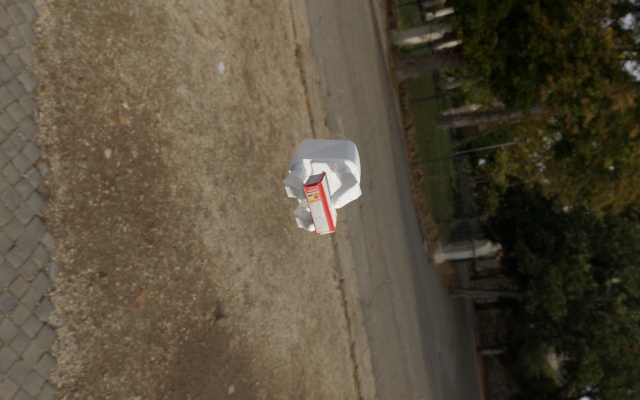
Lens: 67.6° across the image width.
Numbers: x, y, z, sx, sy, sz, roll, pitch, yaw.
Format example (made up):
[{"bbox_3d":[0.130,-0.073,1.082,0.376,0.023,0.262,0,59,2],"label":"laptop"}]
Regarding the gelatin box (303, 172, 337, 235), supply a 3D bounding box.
[{"bbox_3d":[0.001,0.002,0.696,0.030,0.073,0.089,-14,12,7],"label":"gelatin box"}]
